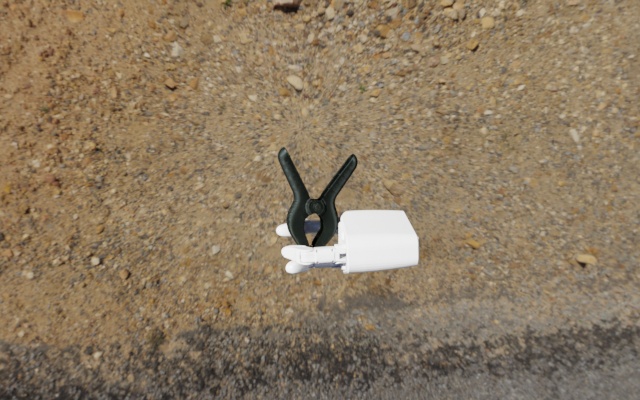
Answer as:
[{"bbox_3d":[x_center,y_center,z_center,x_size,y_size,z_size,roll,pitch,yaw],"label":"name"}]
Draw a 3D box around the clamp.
[{"bbox_3d":[0.000,0.003,0.721,0.120,0.171,0.039,-4,9,-6],"label":"clamp"}]
